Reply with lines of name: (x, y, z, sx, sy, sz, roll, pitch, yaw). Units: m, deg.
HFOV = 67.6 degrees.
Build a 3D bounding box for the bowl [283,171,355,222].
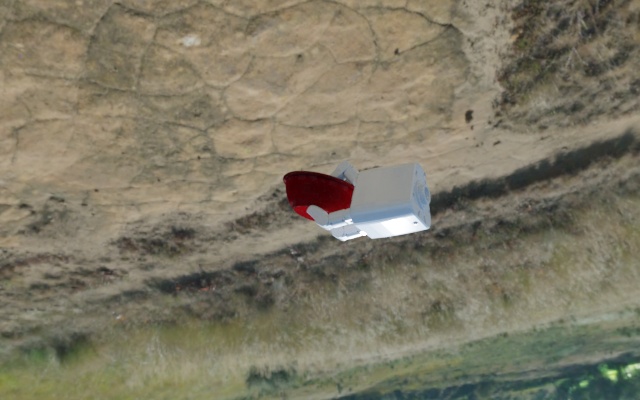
bowl: (-0.001, 0.003, 0.895, 0.162, 0.055, 0.162, 14, -17, 5)
